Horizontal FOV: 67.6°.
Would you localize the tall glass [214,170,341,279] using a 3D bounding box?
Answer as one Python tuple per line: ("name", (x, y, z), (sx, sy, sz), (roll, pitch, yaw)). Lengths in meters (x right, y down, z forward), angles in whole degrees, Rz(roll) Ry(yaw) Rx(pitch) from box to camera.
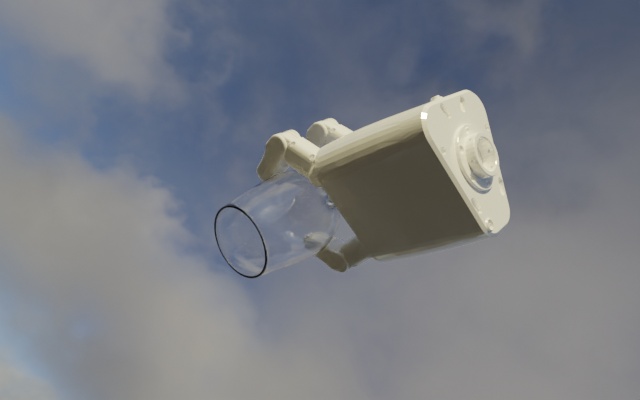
("tall glass", (0.000, 0.001, 0.443), (0.079, 0.079, 0.201), (0, 19, 43))
